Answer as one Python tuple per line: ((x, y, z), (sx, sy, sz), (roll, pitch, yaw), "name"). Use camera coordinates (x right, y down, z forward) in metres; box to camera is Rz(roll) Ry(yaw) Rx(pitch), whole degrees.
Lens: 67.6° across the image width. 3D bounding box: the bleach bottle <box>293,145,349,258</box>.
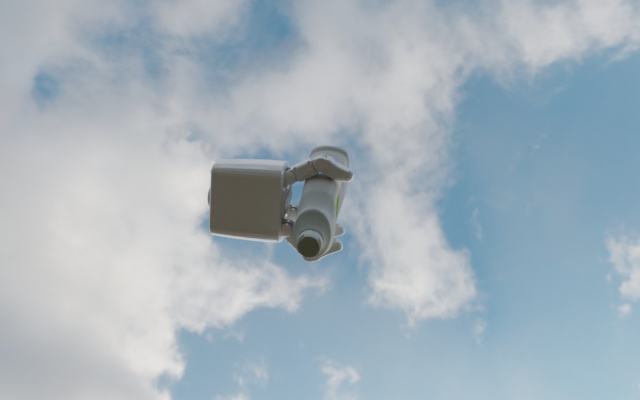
((0.000, 0.002, 0.689), (0.068, 0.103, 0.250), (4, 22, 5), "bleach bottle")
